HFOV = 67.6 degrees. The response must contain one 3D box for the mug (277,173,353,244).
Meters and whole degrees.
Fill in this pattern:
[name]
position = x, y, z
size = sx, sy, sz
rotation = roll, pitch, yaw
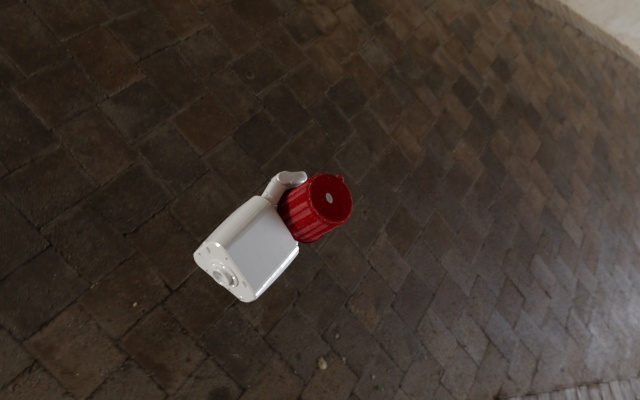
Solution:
[mug]
position = 0.001, 0.001, 0.724
size = 0.081, 0.093, 0.117
rotation = -31, 15, 50
